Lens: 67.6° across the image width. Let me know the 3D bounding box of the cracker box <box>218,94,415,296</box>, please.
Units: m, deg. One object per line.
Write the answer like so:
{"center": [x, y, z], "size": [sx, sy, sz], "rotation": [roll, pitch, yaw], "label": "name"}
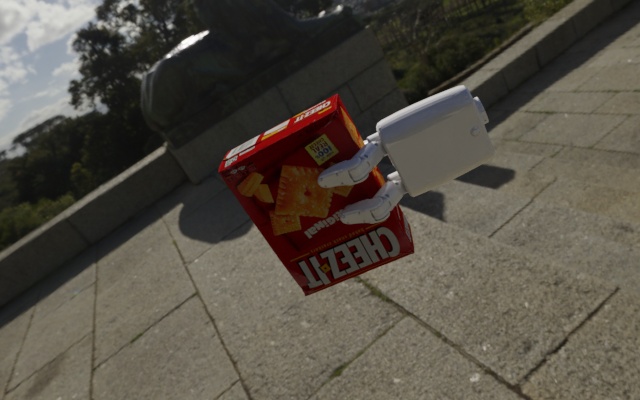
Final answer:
{"center": [0.000, 0.002, 0.602], "size": [0.164, 0.214, 0.072], "rotation": [-25, 24, 16], "label": "cracker box"}
